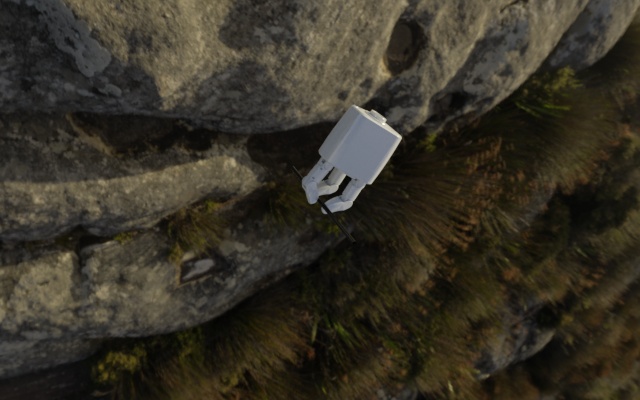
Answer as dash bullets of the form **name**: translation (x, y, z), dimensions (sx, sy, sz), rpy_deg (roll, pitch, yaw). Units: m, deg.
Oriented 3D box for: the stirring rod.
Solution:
- **stirring rod**: translation (0.000, 0.003, 0.895), dimensions (0.011, 0.011, 0.239), rpy_deg (0, 36, -36)
